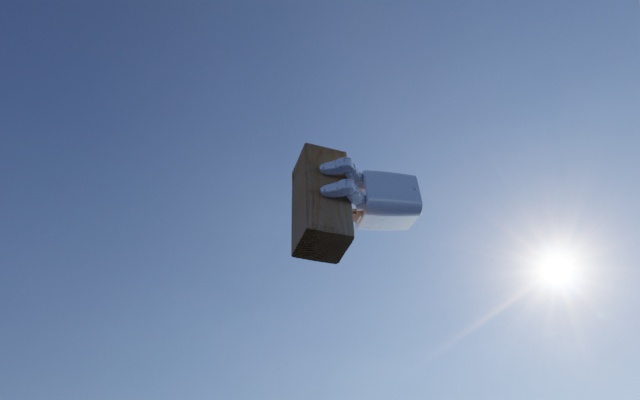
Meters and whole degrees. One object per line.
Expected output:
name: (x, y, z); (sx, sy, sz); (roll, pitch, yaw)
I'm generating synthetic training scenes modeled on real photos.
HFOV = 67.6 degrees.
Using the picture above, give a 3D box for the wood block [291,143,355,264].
wood block: (0.000, 0.003, 0.886); (0.090, 0.206, 0.091); (11, -43, -15)
